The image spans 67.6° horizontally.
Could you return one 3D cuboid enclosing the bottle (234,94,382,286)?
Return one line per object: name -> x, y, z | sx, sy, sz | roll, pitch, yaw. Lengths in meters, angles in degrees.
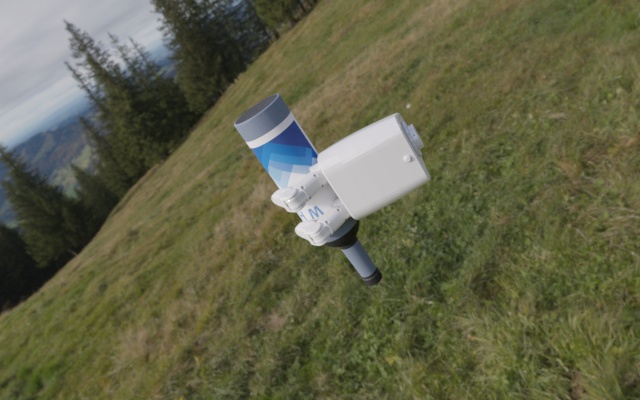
bottle -> 0.000, 0.002, 0.631 | 0.069, 0.296, 0.069 | -29, 23, 14
